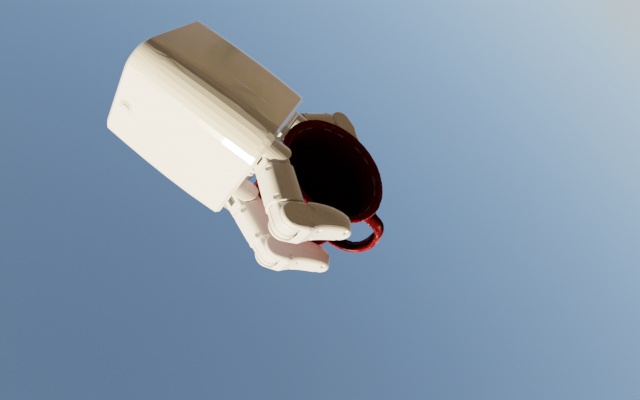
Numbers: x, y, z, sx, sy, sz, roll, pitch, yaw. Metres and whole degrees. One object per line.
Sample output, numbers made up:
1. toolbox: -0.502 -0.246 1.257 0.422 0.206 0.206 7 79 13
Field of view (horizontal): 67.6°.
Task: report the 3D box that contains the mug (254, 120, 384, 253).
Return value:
1. mug: 0.001 0.002 0.402 0.117 0.093 0.081 38 -44 -9
